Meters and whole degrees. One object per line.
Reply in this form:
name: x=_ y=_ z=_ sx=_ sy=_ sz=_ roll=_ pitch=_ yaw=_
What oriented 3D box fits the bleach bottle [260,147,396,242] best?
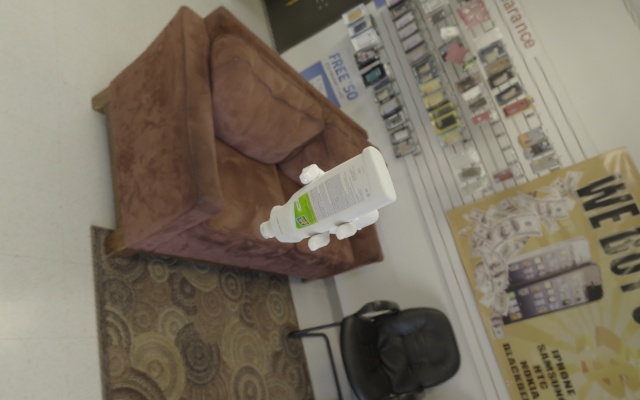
bleach bottle: x=0.000 y=0.003 z=0.838 sx=0.251 sy=0.102 sz=0.068 roll=-24 pitch=-17 yaw=22
